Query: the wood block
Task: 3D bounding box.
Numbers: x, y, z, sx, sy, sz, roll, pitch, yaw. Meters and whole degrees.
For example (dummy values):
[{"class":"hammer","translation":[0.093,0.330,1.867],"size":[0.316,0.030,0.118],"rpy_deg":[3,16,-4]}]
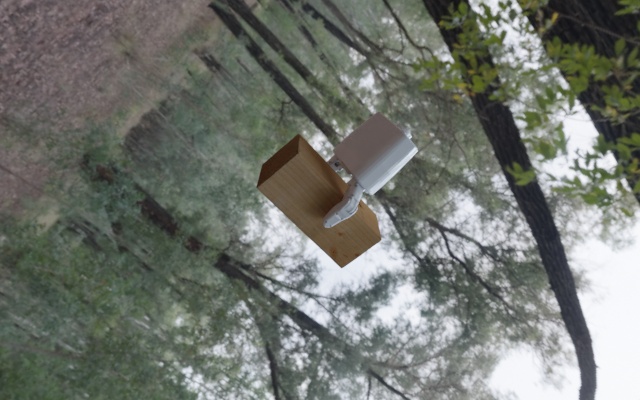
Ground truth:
[{"class":"wood block","translation":[0.001,0.003,0.797],"size":[0.090,0.206,0.090],"rpy_deg":[-38,22,18]}]
